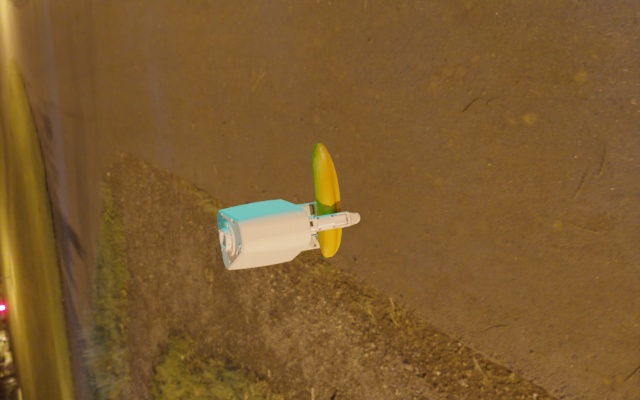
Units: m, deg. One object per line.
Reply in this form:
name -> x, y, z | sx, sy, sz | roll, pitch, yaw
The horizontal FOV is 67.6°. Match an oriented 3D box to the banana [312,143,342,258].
banana -> 0.008, 0.010, 0.762 | 0.037, 0.198, 0.069 | -8, 16, -22
